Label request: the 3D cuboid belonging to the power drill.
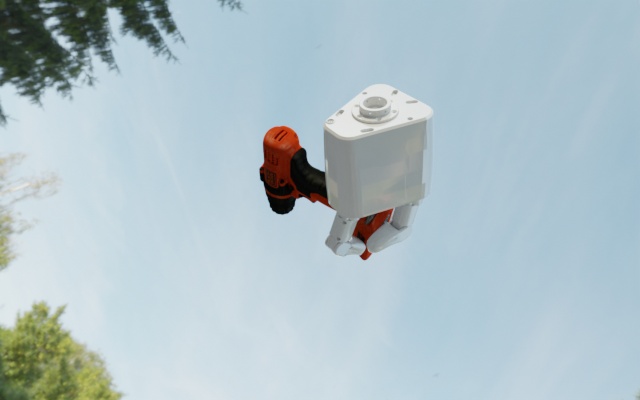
[{"bbox_3d":[0.001,0.002,0.645,0.187,0.057,0.184,31,-26,14],"label":"power drill"}]
